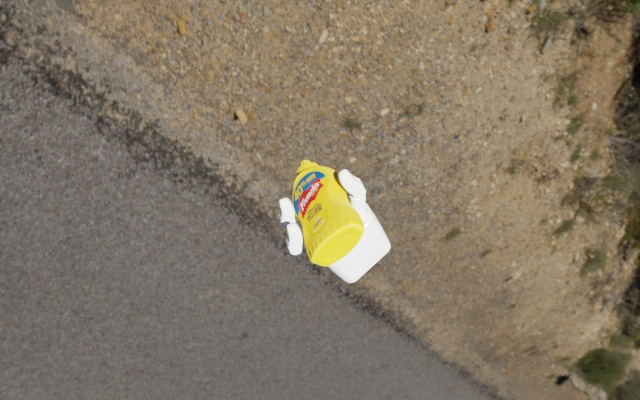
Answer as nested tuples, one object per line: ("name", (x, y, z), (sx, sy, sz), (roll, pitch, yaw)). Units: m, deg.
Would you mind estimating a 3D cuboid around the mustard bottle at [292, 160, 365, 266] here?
("mustard bottle", (0.000, 0.002, 0.750), (0.058, 0.191, 0.096), (21, -57, -36))
